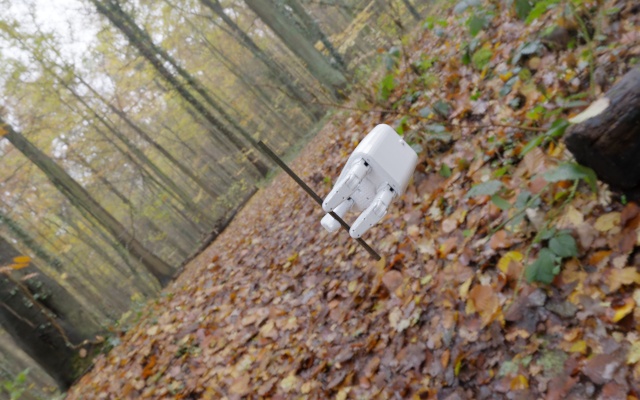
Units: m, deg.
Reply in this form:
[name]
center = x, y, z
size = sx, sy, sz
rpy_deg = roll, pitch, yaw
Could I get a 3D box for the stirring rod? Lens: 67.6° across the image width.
[stirring rod]
center = 0.000, 0.002, 0.676
size = 0.239, 0.011, 0.011
rpy_deg = 44, -7, -7
